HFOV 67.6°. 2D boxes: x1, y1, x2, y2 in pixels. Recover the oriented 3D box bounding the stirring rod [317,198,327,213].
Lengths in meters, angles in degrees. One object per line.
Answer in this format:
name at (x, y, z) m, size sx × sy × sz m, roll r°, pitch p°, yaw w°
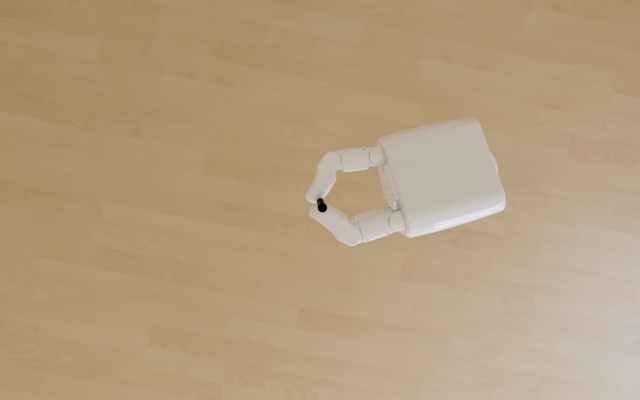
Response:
stirring rod at (0.000, 0.002, 0.502) m, size 0.011 × 0.011 × 0.239 m, roll 0°, pitch 2°, yaw -1°
